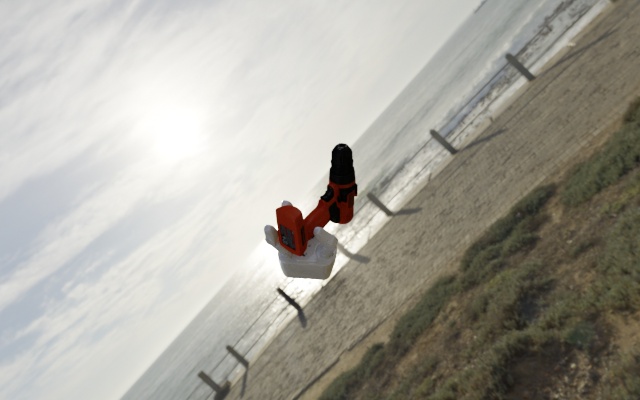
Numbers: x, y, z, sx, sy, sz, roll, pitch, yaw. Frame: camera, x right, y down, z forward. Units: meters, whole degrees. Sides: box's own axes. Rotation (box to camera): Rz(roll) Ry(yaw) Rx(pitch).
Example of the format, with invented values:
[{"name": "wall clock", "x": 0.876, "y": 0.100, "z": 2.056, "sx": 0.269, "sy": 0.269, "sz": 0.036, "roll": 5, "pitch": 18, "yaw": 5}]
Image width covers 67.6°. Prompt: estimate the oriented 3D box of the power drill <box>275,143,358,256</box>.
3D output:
[{"name": "power drill", "x": 0.000, "y": 0.003, "z": 0.897, "sx": 0.057, "sy": 0.185, "sz": 0.187, "roll": 27, "pitch": 47, "yaw": 34}]
